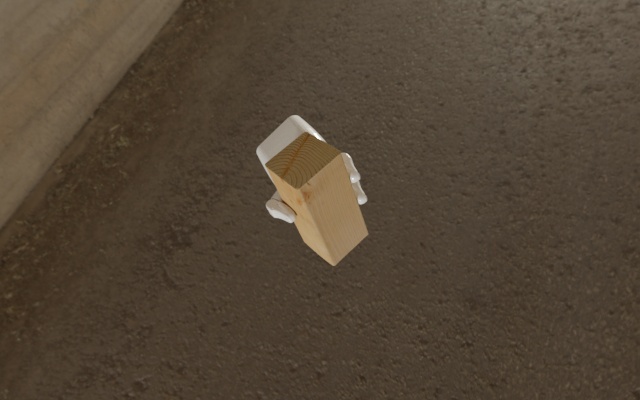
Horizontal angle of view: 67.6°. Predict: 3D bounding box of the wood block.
[{"bbox_3d":[0.000,0.003,0.789,0.090,0.091,0.206,36,-20,39],"label":"wood block"}]
